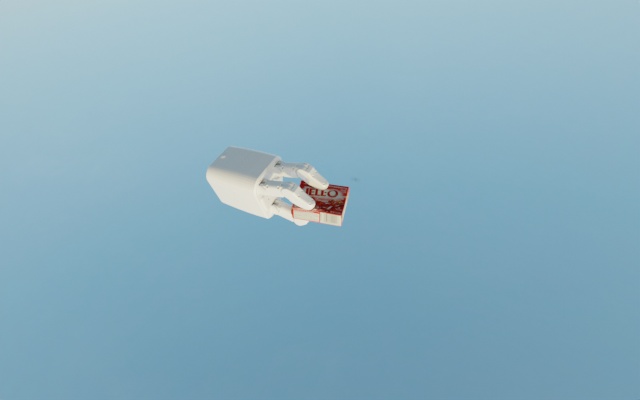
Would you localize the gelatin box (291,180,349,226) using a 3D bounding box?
[{"bbox_3d":[0.000,0.003,0.829,0.089,0.030,0.073,9,45,8],"label":"gelatin box"}]
